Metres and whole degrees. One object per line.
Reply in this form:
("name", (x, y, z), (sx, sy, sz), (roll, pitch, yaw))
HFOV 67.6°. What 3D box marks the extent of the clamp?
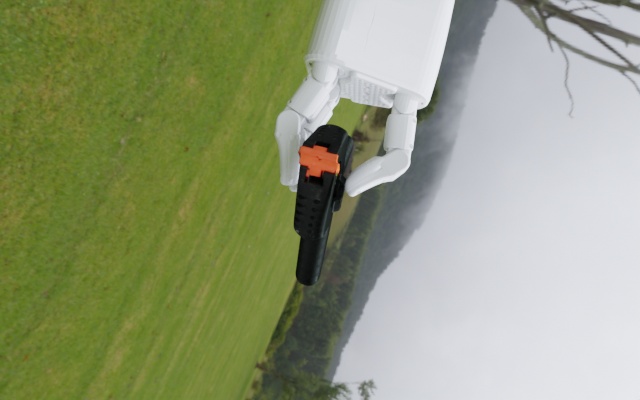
("clamp", (0.001, 0.001, 0.417), (0.036, 0.164, 0.210), (13, -3, 4))
